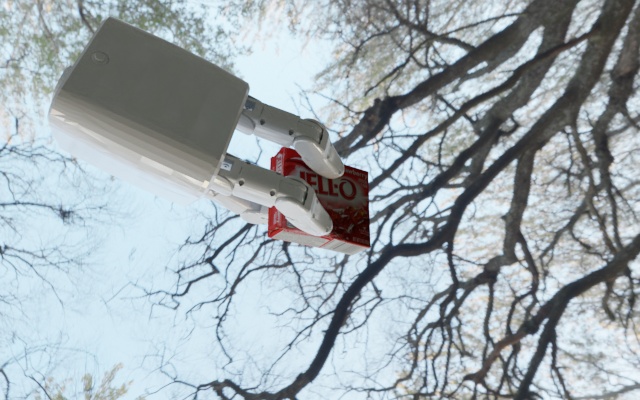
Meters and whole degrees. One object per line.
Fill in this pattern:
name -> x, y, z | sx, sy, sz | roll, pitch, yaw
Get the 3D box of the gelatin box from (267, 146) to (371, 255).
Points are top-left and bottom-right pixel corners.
gelatin box -> 0.000, 0.002, 0.404 | 0.089, 0.073, 0.030 | 15, -28, -30
